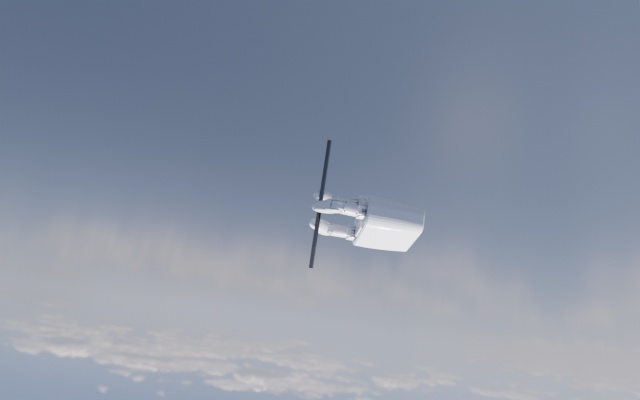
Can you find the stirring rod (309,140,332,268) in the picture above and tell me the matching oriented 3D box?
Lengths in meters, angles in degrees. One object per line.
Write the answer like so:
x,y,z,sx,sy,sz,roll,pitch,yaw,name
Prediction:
0.000,0.003,0.867,0.011,0.239,0.011,8,-14,2,stirring rod
